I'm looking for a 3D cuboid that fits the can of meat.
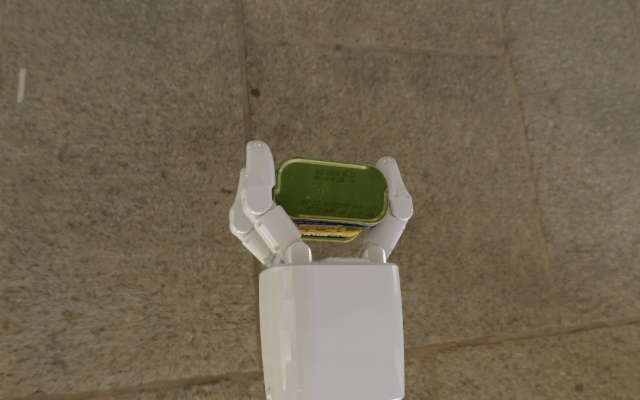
[{"bbox_3d":[0.000,0.001,0.418,0.102,0.057,0.084,4,-14,-14],"label":"can of meat"}]
